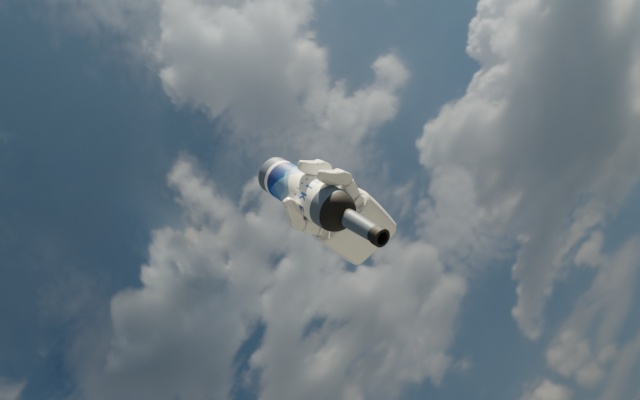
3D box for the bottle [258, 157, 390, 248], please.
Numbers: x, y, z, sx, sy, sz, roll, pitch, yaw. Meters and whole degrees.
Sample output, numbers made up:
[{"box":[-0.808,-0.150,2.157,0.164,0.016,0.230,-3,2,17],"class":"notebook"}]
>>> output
[{"box":[0.000,0.002,0.752,0.069,0.069,0.295,0,19,-37],"class":"bottle"}]
